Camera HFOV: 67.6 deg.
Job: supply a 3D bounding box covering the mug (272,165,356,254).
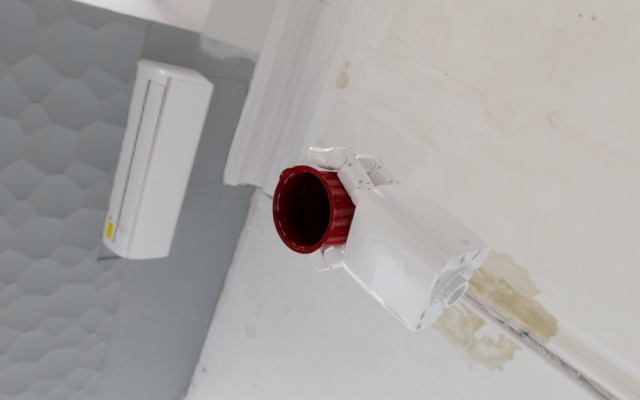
[{"bbox_3d":[-0.001,0.001,0.534,0.081,0.093,0.117,-2,37,-46],"label":"mug"}]
